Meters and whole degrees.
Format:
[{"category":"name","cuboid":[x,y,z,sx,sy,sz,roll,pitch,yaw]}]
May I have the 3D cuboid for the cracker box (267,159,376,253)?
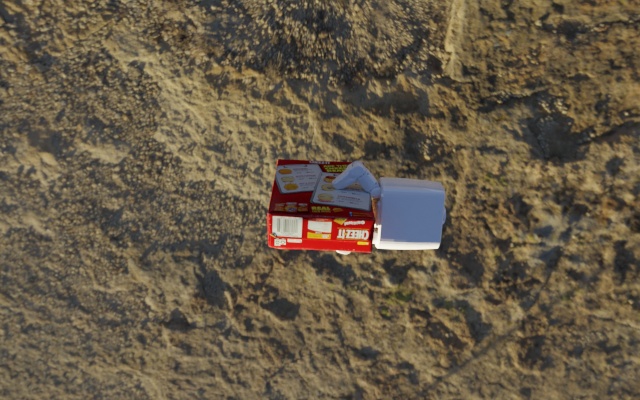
[{"category":"cracker box","cuboid":[0.000,0.003,0.815,0.164,0.072,0.213,3,27,-2]}]
